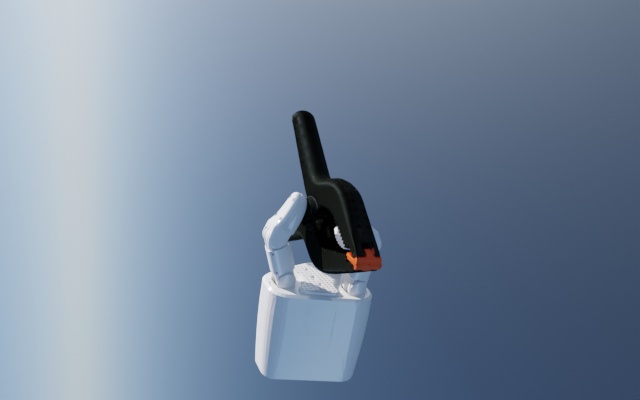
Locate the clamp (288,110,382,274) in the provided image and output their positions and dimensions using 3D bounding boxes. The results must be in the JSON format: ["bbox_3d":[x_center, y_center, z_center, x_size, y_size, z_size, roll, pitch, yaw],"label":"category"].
[{"bbox_3d":[0.000,0.002,0.490,0.036,0.164,0.210,2,18,-28],"label":"clamp"}]
